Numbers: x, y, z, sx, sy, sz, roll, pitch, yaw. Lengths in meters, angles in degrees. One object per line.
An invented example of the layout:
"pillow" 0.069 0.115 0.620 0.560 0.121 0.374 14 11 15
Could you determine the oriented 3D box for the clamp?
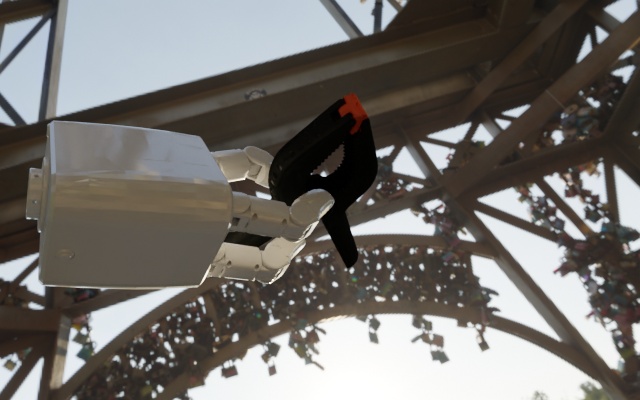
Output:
"clamp" 0.000 0.000 0.425 0.164 0.036 0.210 5 -46 -32
